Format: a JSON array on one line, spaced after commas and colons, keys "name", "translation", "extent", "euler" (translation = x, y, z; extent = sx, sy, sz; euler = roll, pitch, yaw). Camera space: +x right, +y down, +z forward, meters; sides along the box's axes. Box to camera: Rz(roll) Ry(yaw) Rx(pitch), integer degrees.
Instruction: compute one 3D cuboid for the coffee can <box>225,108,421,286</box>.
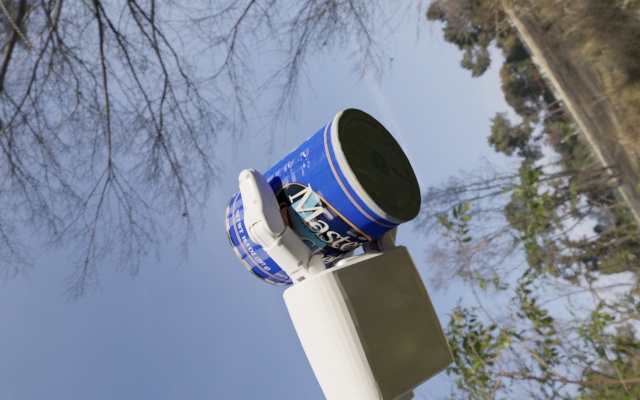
[{"name": "coffee can", "translation": [0.000, 0.001, 0.416], "extent": [0.140, 0.102, 0.103], "euler": [-33, -20, 34]}]
